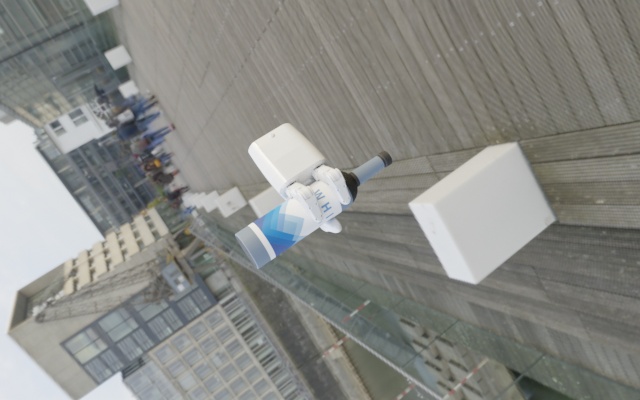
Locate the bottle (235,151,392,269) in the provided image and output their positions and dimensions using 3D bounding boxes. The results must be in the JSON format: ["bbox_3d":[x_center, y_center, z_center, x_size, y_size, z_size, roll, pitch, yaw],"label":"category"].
[{"bbox_3d":[0.000,0.003,0.798,0.295,0.069,0.069,-34,10,-16],"label":"bottle"}]
